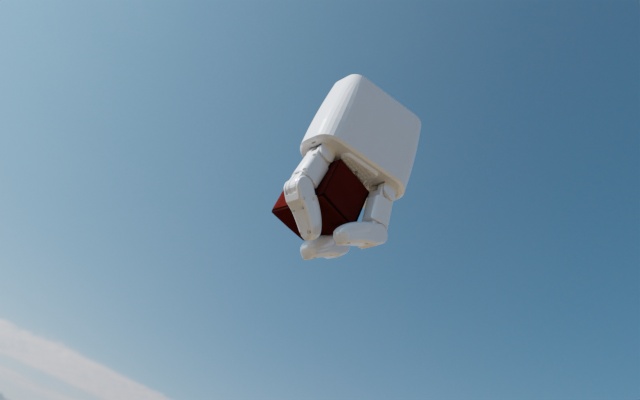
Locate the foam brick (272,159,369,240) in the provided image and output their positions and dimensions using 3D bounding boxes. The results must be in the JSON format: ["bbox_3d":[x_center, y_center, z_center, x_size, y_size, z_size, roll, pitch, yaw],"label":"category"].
[{"bbox_3d":[0.000,0.002,0.494,0.078,0.051,0.053,-16,-53,43],"label":"foam brick"}]
